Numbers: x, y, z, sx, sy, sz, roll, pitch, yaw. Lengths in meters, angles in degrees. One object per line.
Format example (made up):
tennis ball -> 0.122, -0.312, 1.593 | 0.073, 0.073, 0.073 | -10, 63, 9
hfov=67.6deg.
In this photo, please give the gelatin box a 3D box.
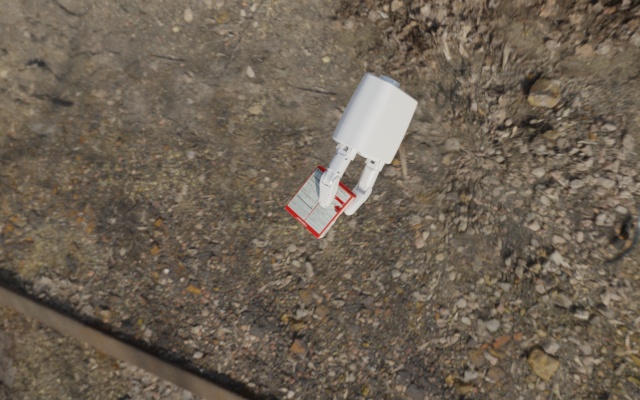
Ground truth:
gelatin box -> 0.000, 0.003, 0.739 | 0.073, 0.089, 0.030 | 41, 10, 12
